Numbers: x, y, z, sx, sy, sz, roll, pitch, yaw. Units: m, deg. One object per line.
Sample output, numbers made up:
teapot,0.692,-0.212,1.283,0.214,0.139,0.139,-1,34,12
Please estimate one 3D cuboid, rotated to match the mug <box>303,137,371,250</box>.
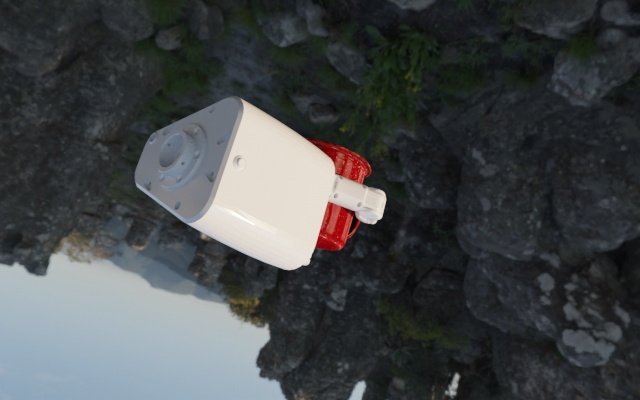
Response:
mug,0.001,0.002,0.460,0.093,0.081,0.117,4,-19,40
